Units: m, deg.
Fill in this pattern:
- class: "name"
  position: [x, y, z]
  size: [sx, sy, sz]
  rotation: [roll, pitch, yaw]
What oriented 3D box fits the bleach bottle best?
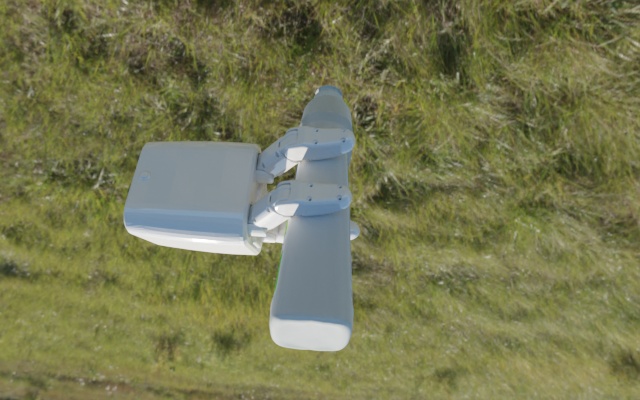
- class: "bleach bottle"
  position: [0.000, 0.001, 0.445]
  size: [0.068, 0.250, 0.103]
  rotation: [5, -30, 0]
